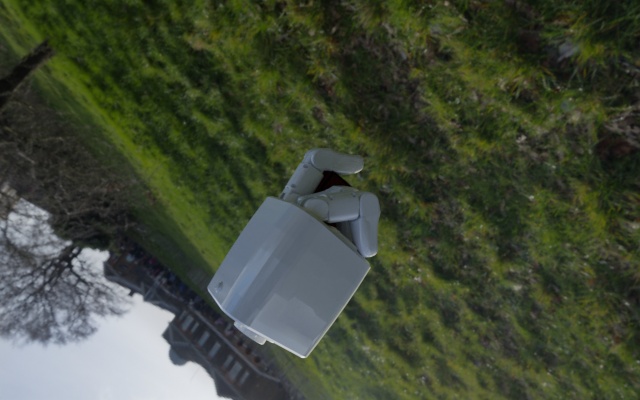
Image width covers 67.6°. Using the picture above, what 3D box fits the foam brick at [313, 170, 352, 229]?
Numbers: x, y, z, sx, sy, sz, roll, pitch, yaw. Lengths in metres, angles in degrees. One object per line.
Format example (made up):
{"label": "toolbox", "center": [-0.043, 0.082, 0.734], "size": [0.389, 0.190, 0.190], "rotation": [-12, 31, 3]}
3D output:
{"label": "foam brick", "center": [0.000, 0.002, 0.498], "size": [0.053, 0.051, 0.078], "rotation": [39, -10, -23]}
